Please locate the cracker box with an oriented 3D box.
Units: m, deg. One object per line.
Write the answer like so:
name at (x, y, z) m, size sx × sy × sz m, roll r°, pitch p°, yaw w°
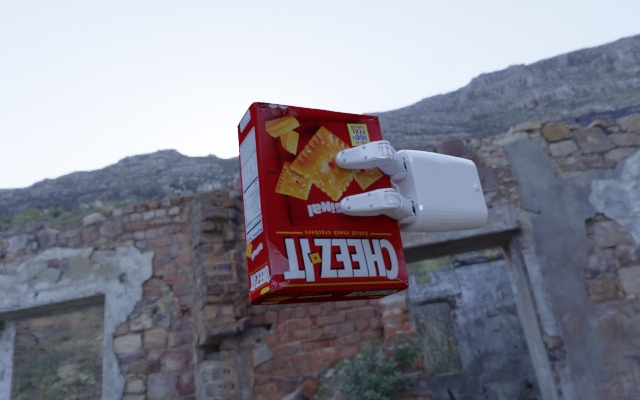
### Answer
cracker box at (0.000, 0.002, 0.536) m, size 0.164 × 0.213 × 0.072 m, roll 3°, pitch -23°, yaw -26°
